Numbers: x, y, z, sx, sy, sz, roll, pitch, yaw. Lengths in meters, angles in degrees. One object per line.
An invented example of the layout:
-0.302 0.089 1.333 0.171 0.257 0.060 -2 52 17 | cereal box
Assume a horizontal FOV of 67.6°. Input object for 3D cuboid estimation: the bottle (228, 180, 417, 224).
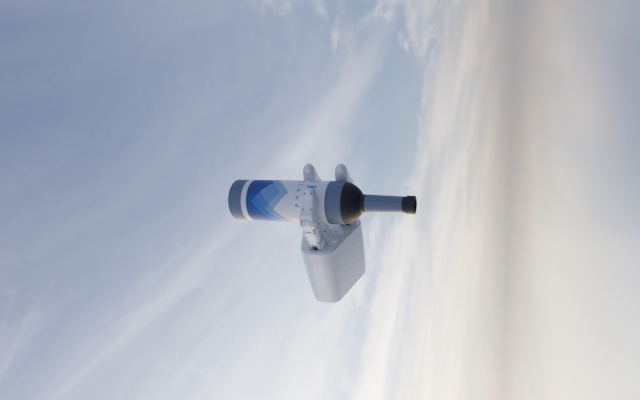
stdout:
0.000 0.002 0.742 0.295 0.069 0.069 2 1 22 | bottle
